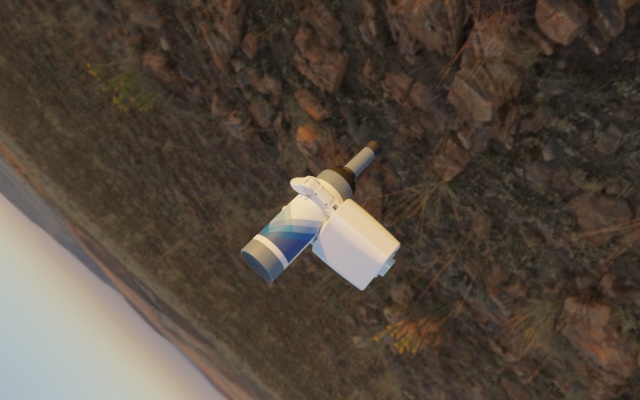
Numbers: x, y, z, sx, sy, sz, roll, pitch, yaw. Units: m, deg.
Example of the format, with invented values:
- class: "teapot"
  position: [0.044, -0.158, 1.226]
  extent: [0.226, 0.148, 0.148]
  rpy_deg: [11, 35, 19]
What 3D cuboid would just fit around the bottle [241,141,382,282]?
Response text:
- class: "bottle"
  position: [0.000, 0.003, 0.770]
  extent: [0.295, 0.069, 0.069]
  rpy_deg: [-45, 22, -23]
